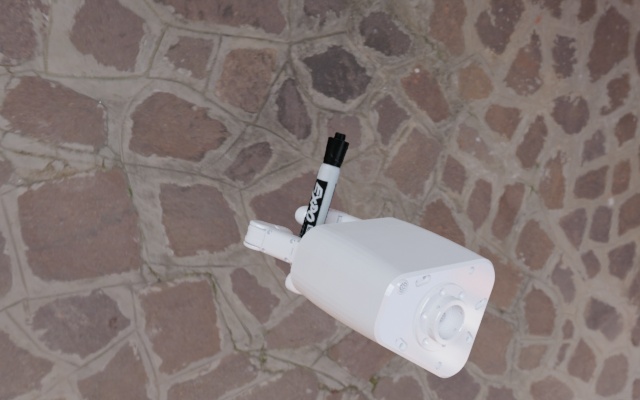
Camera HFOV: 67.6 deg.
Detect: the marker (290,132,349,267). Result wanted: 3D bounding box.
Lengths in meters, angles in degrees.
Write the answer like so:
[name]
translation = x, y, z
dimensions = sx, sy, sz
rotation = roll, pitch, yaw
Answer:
[marker]
translation = 0.000, 0.001, 0.406
dimensions = 0.020, 0.121, 0.020
rotation = 17, 4, -1
